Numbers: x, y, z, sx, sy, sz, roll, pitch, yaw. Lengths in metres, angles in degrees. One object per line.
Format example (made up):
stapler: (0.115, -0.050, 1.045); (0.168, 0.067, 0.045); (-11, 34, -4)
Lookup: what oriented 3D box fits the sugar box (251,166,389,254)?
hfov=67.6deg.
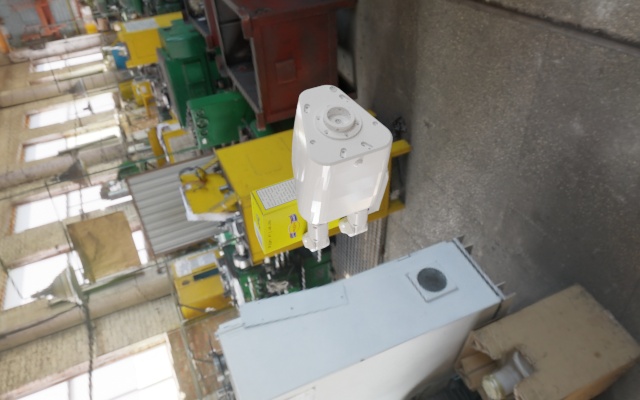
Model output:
sugar box: (0.000, 0.002, 0.620); (0.176, 0.048, 0.093); (-18, -32, -17)
